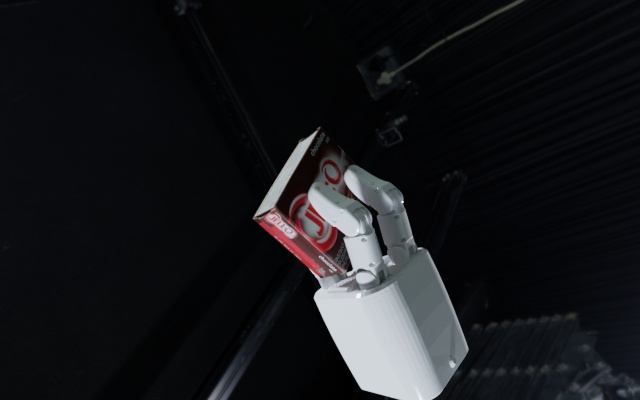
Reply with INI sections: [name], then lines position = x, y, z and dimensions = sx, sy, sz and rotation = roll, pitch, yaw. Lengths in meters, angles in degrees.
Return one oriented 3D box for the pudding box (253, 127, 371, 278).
[pudding box]
position = 0.000, 0.002, 0.446
dimensions = 0.039, 0.113, 0.090
rotation = -24, -60, 42
